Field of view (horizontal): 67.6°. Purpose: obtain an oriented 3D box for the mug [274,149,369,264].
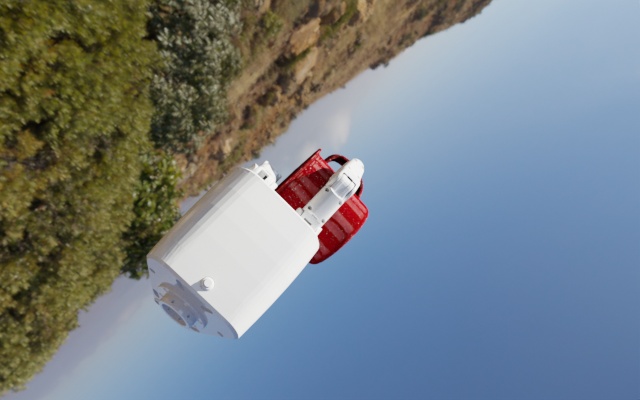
[{"bbox_3d":[0.001,0.001,0.483,0.117,0.081,0.093,-47,7,-32],"label":"mug"}]
